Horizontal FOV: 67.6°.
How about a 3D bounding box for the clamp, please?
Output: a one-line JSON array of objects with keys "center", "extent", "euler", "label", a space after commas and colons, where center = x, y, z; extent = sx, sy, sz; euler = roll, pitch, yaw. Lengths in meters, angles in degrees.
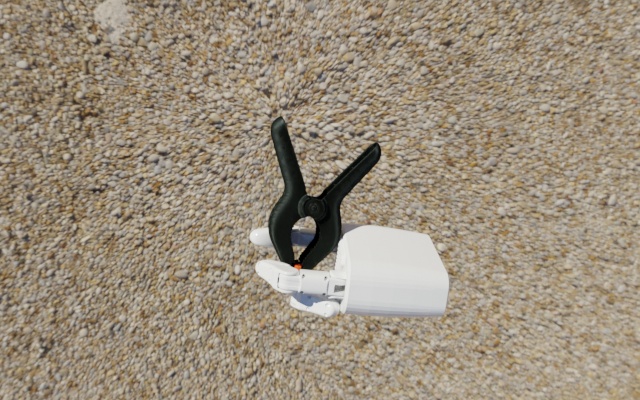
[{"center": [0.000, 0.002, 0.510], "extent": [0.120, 0.171, 0.039], "euler": [6, 9, -5], "label": "clamp"}]
